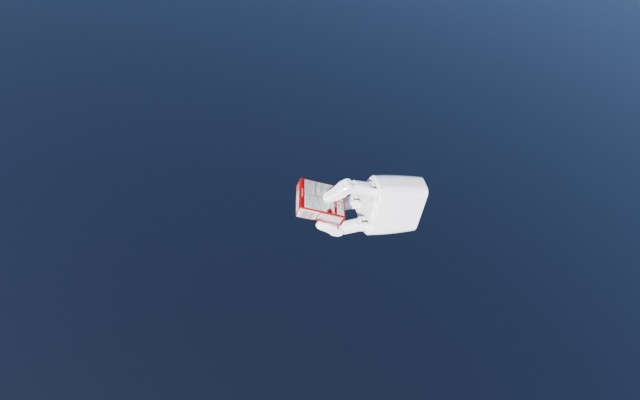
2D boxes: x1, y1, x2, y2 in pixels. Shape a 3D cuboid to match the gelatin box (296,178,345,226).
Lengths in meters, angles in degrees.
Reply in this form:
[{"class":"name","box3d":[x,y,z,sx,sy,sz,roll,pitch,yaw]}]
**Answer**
[{"class":"gelatin box","box3d":[0.000,0.003,0.877,0.089,0.073,0.030,13,-42,-16]}]
